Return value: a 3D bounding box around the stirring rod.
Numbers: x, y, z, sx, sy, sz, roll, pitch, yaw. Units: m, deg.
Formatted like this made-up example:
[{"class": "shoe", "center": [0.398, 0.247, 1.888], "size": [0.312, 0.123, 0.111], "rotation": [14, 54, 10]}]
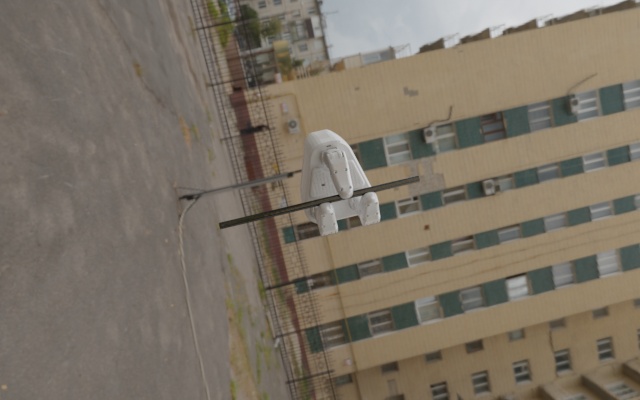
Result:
[{"class": "stirring rod", "center": [0.000, 0.002, 0.561], "size": [0.239, 0.011, 0.011], "rotation": [-13, 1, -4]}]
